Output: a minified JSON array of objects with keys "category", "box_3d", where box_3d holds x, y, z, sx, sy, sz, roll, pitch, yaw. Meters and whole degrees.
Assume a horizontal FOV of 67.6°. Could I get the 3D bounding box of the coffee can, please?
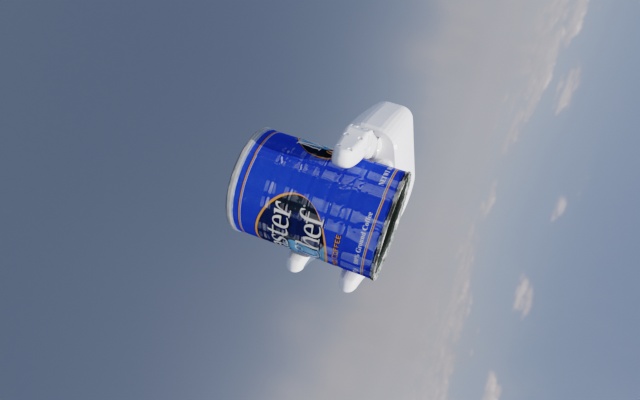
[{"category":"coffee can","box_3d":[0.000,0.001,0.438,0.140,0.103,0.103,19,4,14]}]
